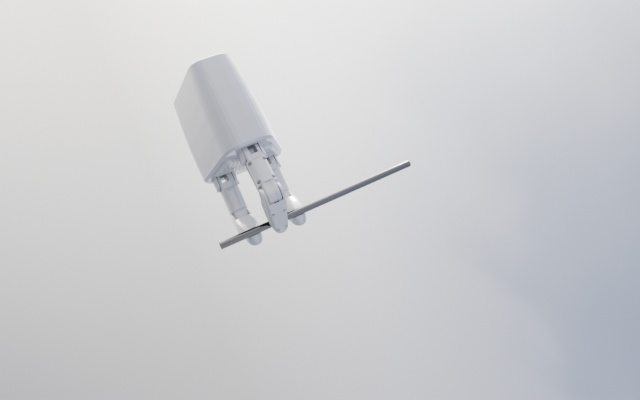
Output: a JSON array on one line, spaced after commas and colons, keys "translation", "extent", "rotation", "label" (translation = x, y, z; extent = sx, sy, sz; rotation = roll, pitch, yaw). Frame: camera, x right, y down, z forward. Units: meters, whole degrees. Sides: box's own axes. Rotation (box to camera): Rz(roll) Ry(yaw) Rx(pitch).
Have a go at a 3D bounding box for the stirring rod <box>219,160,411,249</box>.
[{"translation": [0.000, 0.002, 0.537], "extent": [0.239, 0.011, 0.011], "rotation": [-24, 7, -17], "label": "stirring rod"}]
